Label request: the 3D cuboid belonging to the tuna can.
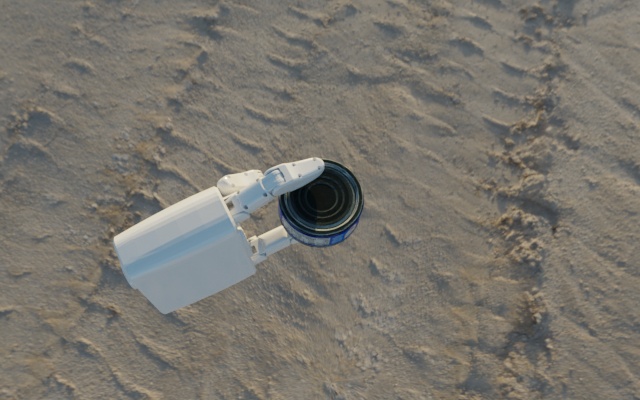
[{"bbox_3d":[0.000,0.001,0.478,0.086,0.086,0.034,0,-23,-4],"label":"tuna can"}]
